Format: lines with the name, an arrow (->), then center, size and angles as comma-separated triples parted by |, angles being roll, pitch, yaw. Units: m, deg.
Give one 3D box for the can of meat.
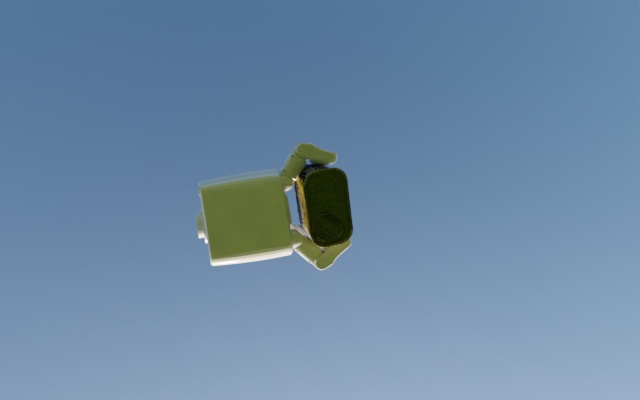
can of meat -> 0.000, 0.002, 0.644 | 0.057, 0.102, 0.084 | -11, 14, -14
